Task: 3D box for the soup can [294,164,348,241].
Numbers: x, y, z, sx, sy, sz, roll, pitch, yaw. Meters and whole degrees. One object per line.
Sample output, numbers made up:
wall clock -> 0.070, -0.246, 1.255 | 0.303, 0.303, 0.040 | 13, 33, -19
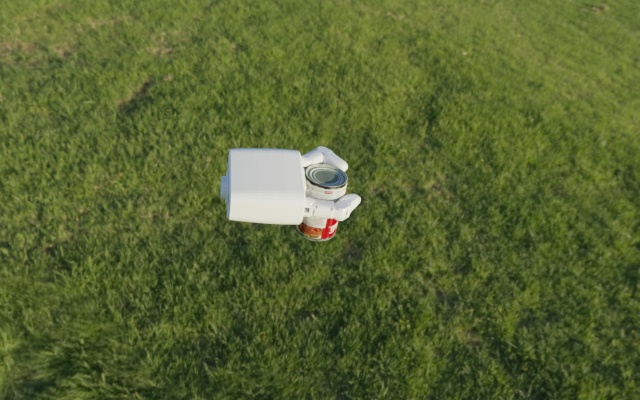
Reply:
soup can -> 0.001, 0.002, 0.738 | 0.068, 0.102, 0.068 | 8, 35, -6
